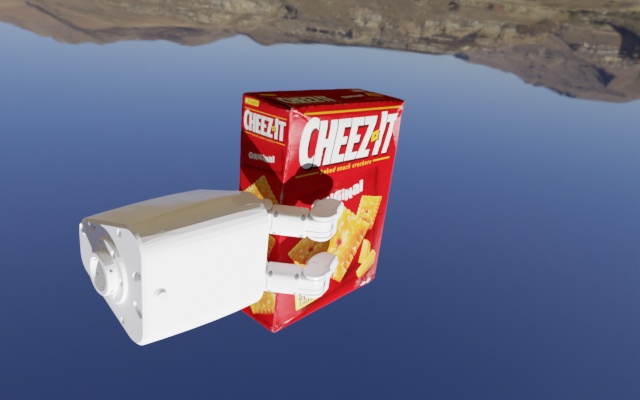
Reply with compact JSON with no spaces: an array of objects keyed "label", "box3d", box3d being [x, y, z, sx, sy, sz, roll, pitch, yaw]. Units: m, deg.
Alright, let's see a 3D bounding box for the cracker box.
[{"label":"cracker box","box3d":[0.000,0.002,0.481,0.072,0.214,0.164,24,27,37]}]
